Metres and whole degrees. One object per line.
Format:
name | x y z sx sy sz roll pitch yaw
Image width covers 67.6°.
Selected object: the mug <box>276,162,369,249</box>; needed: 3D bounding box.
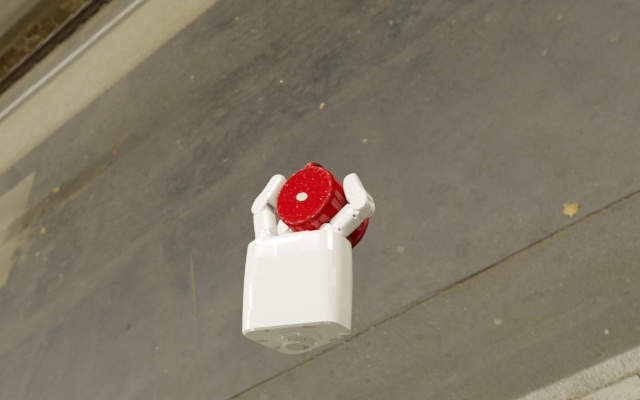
mug | 0.000 0.001 0.591 0.093 0.117 0.081 -20 -39 25
